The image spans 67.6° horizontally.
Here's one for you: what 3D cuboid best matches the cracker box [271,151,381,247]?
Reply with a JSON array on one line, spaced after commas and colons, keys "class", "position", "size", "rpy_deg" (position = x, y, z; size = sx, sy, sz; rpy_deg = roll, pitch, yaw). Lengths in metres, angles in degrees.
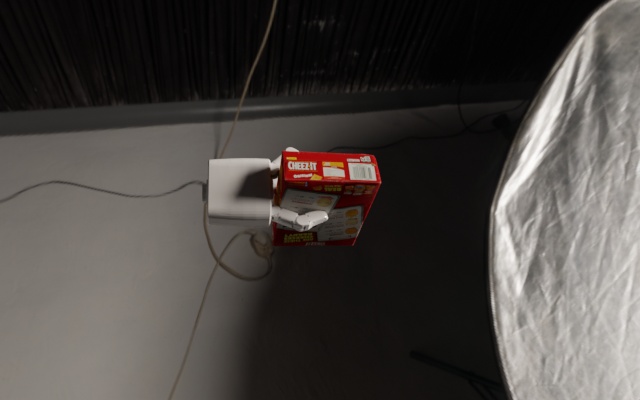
[{"class": "cracker box", "position": [0.000, 0.003, 0.871], "size": [0.164, 0.072, 0.214], "rpy_deg": [1, -35, -11]}]
